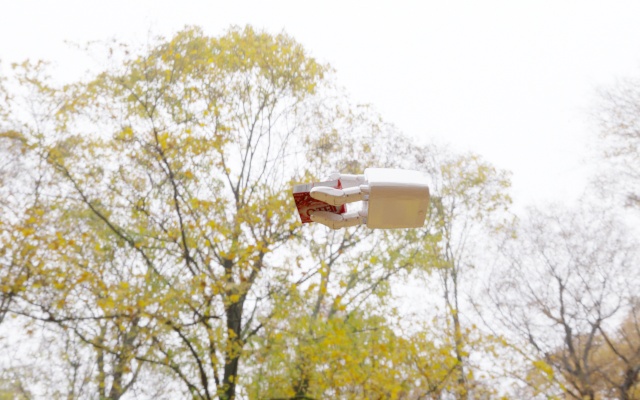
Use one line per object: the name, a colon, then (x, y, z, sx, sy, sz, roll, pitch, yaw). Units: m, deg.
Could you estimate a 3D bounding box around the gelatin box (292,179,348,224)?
gelatin box: (0.000, 0.003, 0.875, 0.089, 0.073, 0.030, -7, 38, 12)
